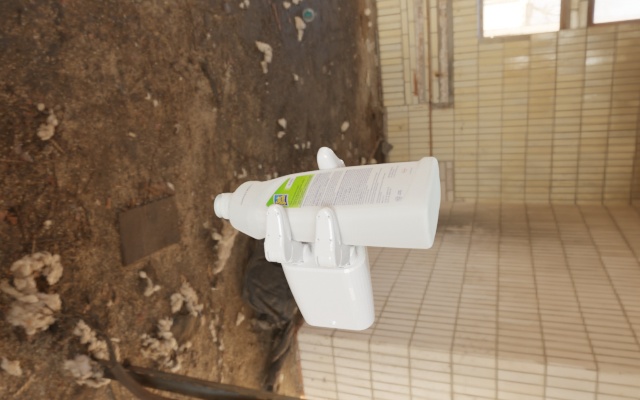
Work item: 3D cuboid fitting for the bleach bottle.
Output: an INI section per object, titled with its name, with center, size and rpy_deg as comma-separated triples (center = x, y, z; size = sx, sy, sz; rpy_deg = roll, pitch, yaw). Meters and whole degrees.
[bleach bottle]
center = 0.000, 0.002, 0.533
size = 0.251, 0.068, 0.102
rpy_deg = 0, 38, 21
